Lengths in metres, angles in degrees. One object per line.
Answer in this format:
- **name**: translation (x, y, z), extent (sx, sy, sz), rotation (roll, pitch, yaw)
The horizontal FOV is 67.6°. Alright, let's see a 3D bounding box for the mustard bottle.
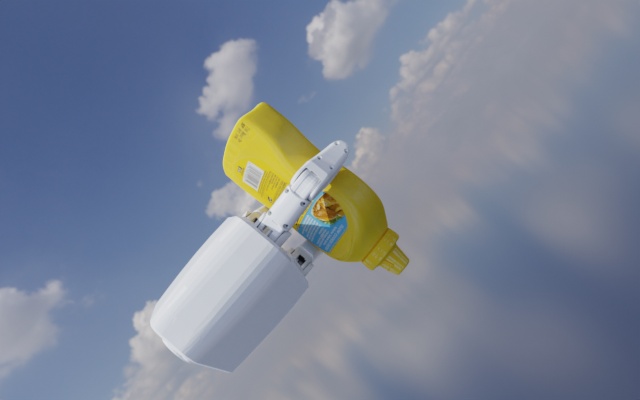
- **mustard bottle**: translation (0.000, 0.001, 0.437), extent (0.058, 0.191, 0.096), rotation (-46, -8, -36)
